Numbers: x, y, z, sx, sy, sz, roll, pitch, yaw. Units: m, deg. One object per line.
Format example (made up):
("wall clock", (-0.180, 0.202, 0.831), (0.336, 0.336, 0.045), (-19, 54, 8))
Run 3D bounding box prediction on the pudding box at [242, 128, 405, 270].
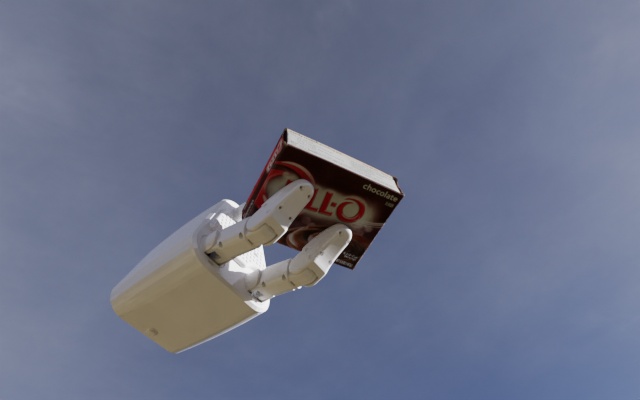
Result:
("pudding box", (0.000, 0.001, 0.413), (0.113, 0.090, 0.039), (21, 30, -18))
